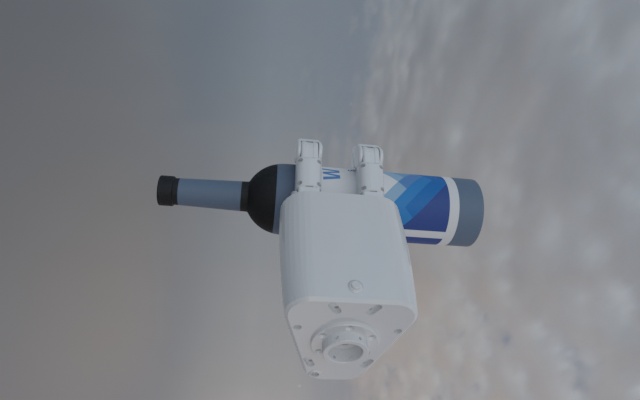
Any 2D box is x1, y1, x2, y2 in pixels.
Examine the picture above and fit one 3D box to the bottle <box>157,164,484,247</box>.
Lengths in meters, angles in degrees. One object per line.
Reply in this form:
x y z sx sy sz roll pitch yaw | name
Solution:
0.000 0.001 0.451 0.296 0.069 0.069 4 -1 -7 | bottle
